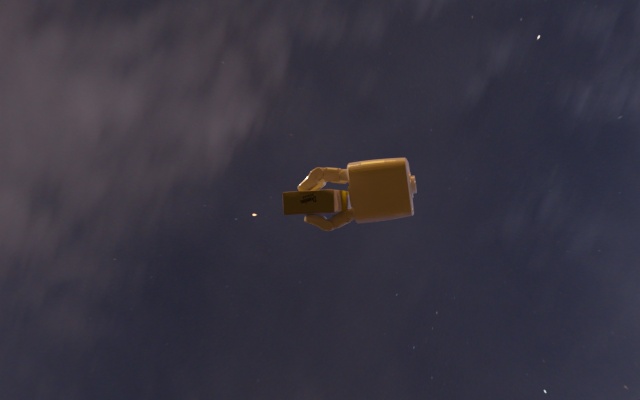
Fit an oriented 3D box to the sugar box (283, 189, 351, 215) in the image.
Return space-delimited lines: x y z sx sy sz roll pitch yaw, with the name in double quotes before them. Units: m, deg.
"sugar box" 0.000 0.002 0.889 0.093 0.048 0.176 -3 -3 13
